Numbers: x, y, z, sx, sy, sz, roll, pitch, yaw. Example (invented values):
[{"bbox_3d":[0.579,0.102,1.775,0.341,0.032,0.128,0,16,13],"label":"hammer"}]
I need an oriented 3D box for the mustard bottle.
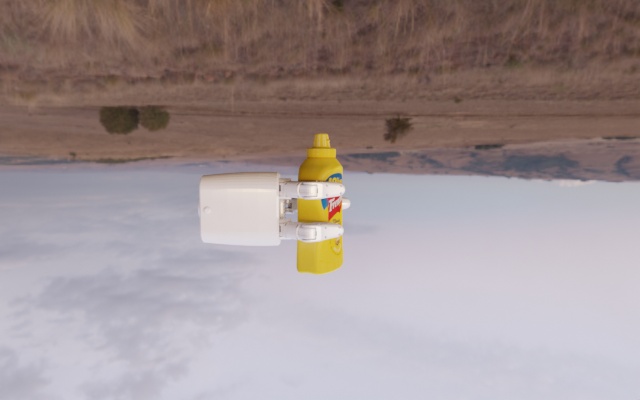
[{"bbox_3d":[0.000,0.002,0.675,0.058,0.191,0.096,2,5,25],"label":"mustard bottle"}]
